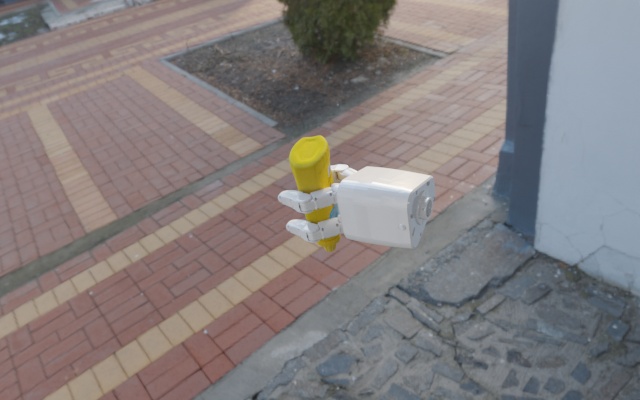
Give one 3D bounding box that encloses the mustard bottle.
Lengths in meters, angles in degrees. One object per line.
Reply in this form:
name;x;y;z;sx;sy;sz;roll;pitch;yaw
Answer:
mustard bottle;0.000;0.002;0.749;0.058;0.192;0.096;-7;33;10
